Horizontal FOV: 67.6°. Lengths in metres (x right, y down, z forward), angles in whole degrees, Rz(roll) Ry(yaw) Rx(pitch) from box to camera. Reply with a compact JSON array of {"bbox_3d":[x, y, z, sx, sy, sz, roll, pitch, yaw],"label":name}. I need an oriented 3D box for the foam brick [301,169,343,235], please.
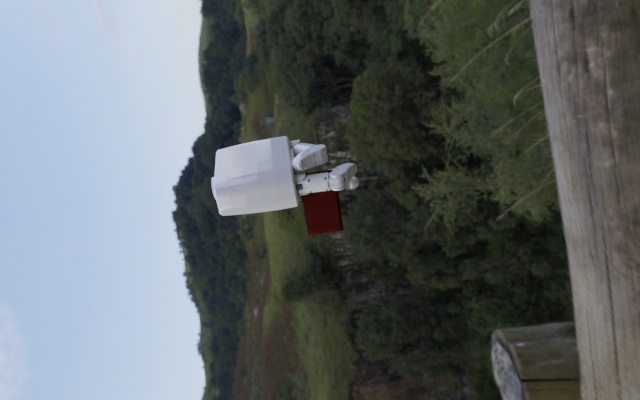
[{"bbox_3d":[0.000,0.003,0.685,0.051,0.078,0.053,-10,23,-2],"label":"foam brick"}]
